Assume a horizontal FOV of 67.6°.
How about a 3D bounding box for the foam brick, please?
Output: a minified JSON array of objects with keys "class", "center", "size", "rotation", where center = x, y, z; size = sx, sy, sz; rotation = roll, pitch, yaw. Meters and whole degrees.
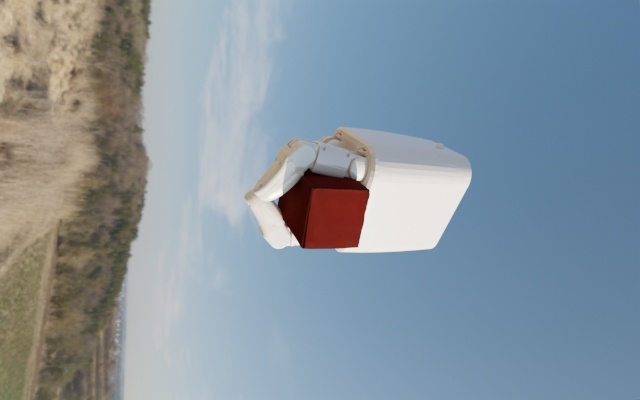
[{"class":"foam brick","center":[0.000,0.002,0.406],"size":[0.051,0.053,0.078],"rotation":[3,20,-22]}]
